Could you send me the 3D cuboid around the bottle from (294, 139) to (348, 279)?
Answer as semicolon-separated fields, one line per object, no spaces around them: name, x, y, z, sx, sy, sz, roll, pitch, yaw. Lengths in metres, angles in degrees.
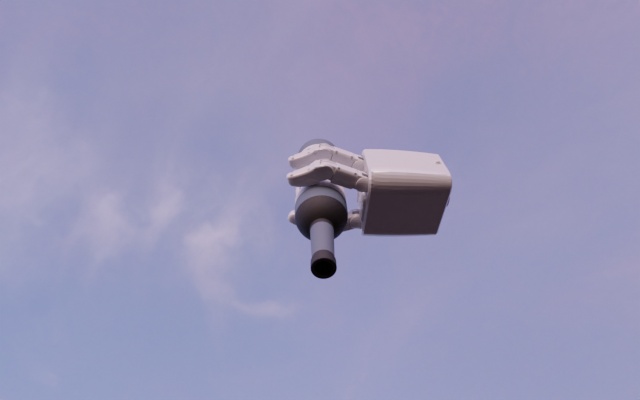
bottle;0.000;0.002;0.624;0.069;0.069;0.295;0;28;-1
